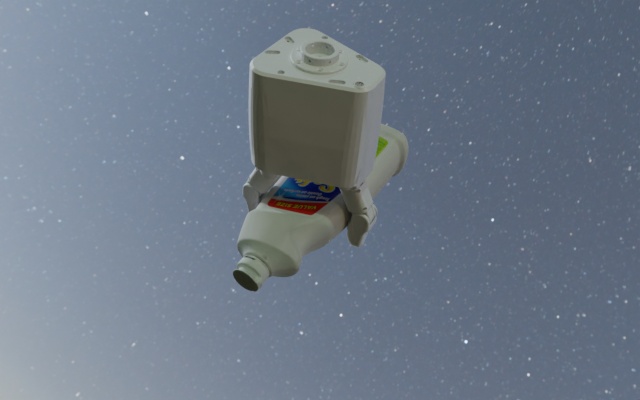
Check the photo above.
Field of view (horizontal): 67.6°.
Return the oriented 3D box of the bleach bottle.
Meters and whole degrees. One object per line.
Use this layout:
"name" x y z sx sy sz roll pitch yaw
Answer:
"bleach bottle" 0.000 0.002 0.515 0.102 0.068 0.250 24 49 18
